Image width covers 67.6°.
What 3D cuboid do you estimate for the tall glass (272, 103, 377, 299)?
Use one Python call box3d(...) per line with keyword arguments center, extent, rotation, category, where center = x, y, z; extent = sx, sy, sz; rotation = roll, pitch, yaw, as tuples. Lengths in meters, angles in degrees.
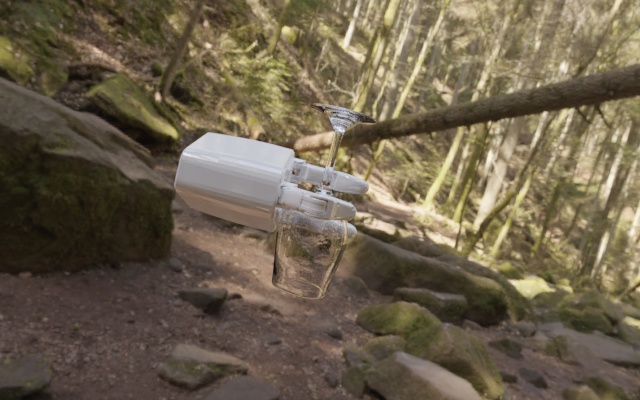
box3d(center=(0.000, 0.001, 0.523), extent=(0.079, 0.201, 0.079), rotation=(14, 3, -1), category="tall glass")
